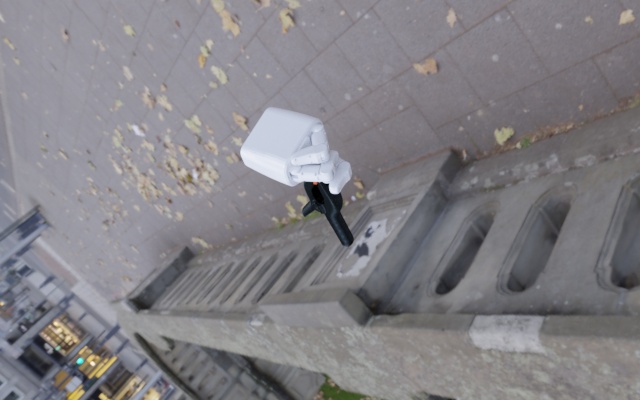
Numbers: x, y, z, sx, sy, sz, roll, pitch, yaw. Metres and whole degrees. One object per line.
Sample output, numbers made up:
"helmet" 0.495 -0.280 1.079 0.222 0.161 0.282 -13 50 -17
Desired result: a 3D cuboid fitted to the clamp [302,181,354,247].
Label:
"clamp" 0.000 0.003 0.838 0.120 0.172 0.039 24 56 32
